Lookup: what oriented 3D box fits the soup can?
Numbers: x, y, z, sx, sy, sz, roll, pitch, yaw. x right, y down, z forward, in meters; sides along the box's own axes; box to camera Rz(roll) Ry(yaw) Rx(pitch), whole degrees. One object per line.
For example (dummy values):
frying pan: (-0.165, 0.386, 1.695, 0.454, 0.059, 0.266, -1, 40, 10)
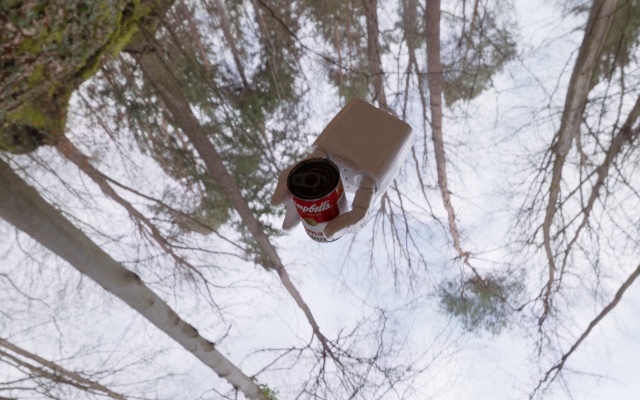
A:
soup can: (0.000, 0.003, 0.629, 0.068, 0.068, 0.102, 0, -36, 13)
